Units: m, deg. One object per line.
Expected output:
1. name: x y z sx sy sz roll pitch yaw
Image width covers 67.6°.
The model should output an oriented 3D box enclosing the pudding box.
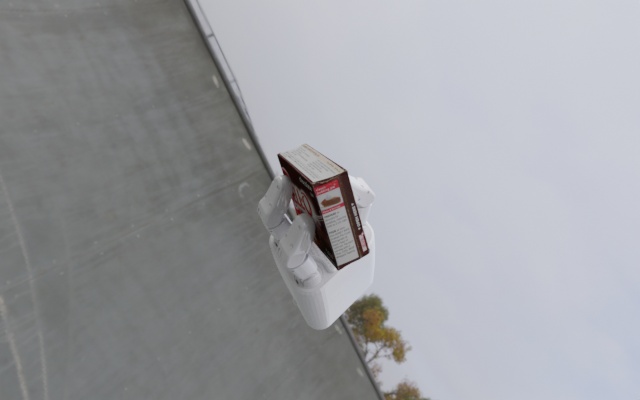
1. pudding box: 0.000 0.001 0.462 0.039 0.090 0.113 -25 25 -14
